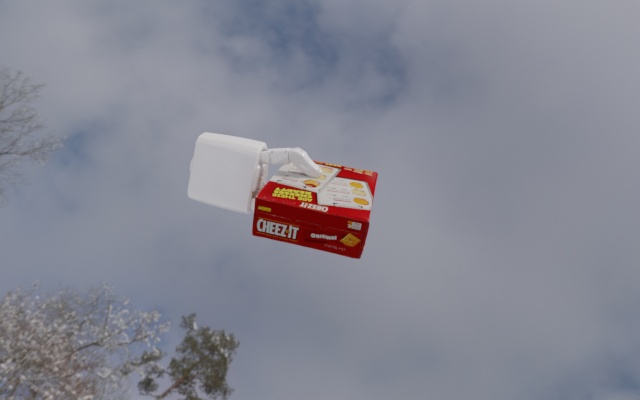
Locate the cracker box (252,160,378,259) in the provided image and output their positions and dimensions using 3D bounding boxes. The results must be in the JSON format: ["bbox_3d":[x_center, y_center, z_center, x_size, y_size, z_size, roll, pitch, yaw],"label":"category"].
[{"bbox_3d":[0.000,0.002,0.762,0.164,0.072,0.213,12,23,6],"label":"cracker box"}]
